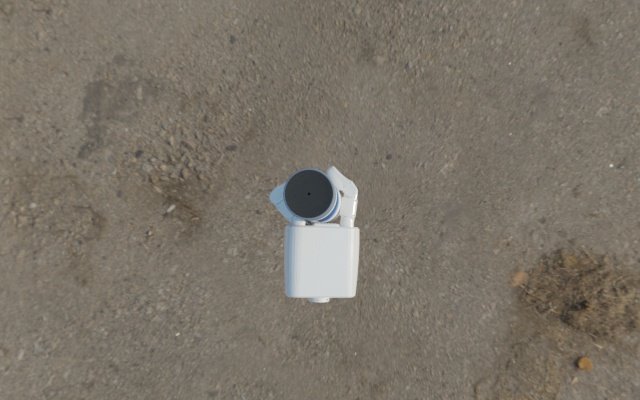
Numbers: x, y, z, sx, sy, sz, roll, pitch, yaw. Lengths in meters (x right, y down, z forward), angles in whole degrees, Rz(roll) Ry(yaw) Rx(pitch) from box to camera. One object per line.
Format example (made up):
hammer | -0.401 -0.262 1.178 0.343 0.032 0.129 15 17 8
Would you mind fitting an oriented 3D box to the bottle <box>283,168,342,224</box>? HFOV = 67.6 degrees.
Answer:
bottle | 0.000 0.002 0.750 0.069 0.069 0.296 0 -4 6
